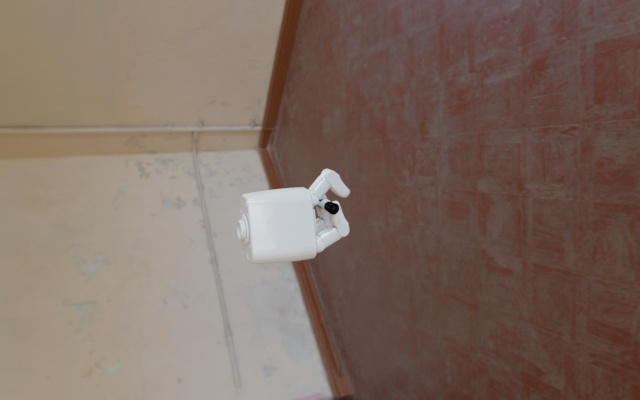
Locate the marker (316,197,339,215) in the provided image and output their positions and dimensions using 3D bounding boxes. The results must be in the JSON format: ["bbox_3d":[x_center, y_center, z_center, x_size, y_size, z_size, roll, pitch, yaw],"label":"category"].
[{"bbox_3d":[0.000,0.003,0.787,0.020,0.020,0.121,0,11,-23],"label":"marker"}]
